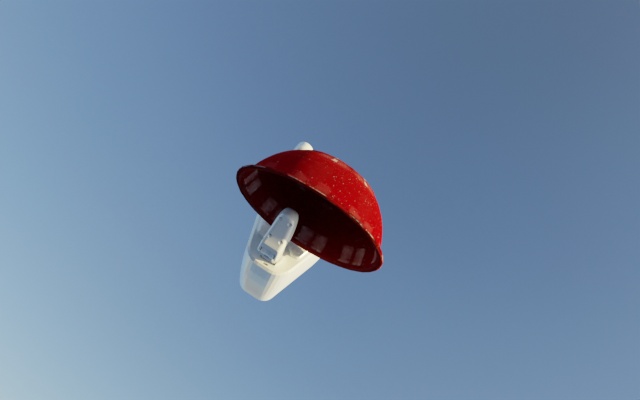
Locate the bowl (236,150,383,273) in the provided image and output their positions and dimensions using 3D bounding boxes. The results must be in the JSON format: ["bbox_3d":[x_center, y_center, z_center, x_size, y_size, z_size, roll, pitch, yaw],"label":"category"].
[{"bbox_3d":[0.001,0.001,0.460,0.162,0.055,0.162,29,-22,13],"label":"bowl"}]
